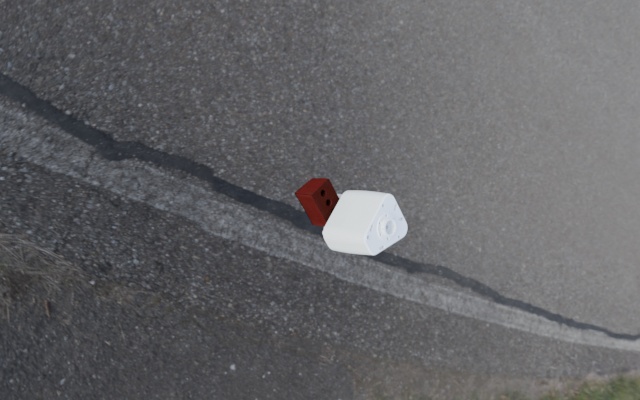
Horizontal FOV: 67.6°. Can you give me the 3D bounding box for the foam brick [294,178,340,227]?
[{"bbox_3d":[0.000,0.003,0.895,0.051,0.078,0.053,4,41,51],"label":"foam brick"}]
